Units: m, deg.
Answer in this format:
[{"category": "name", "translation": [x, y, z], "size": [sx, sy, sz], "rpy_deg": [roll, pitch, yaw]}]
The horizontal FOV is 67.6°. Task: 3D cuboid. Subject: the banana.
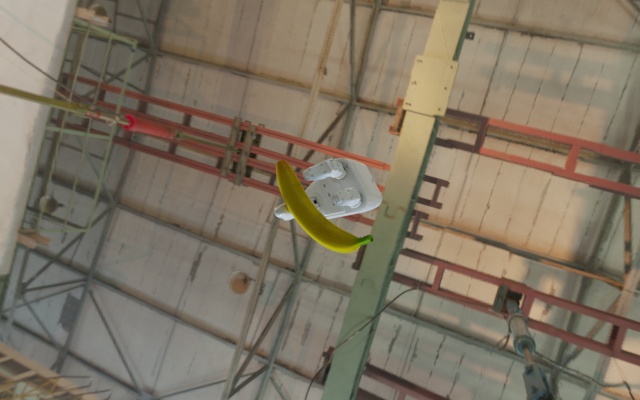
[{"category": "banana", "translation": [-0.007, 0.019, 0.727], "size": [0.197, 0.070, 0.037], "rpy_deg": [40, 22, 20]}]
